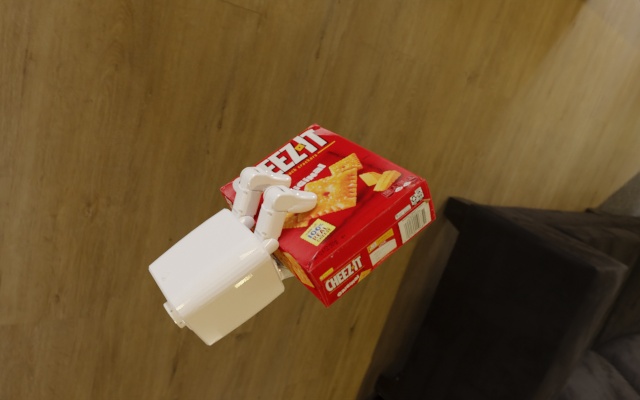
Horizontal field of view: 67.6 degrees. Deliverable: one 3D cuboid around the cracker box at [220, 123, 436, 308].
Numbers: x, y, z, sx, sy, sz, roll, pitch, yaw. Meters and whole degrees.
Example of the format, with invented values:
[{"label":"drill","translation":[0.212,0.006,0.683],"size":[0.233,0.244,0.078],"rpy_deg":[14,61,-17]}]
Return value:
[{"label":"cracker box","translation":[0.000,0.002,0.571],"size":[0.164,0.072,0.213],"rpy_deg":[-36,42,-17]}]
